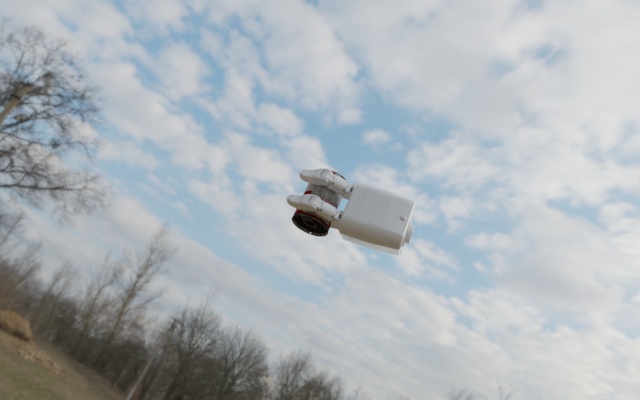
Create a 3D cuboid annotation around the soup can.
[{"bbox_3d":[0.000,0.002,0.838,0.068,0.102,0.068,19,-27,10],"label":"soup can"}]
